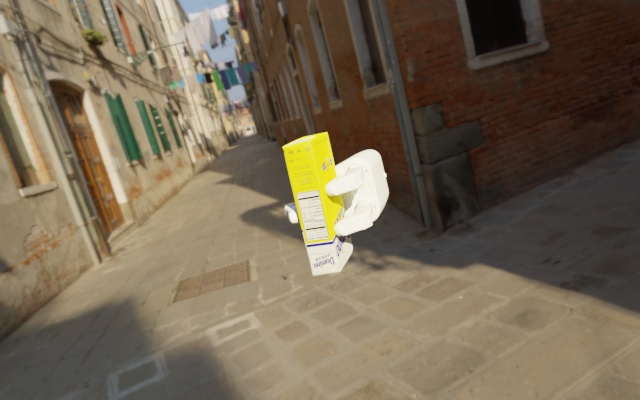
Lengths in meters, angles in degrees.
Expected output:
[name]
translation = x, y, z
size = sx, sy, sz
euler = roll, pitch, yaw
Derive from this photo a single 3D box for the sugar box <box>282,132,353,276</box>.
[sugar box]
translation = 0.001, 0.002, 0.644
size = 0.048, 0.176, 0.093
euler = -12, 11, 18
